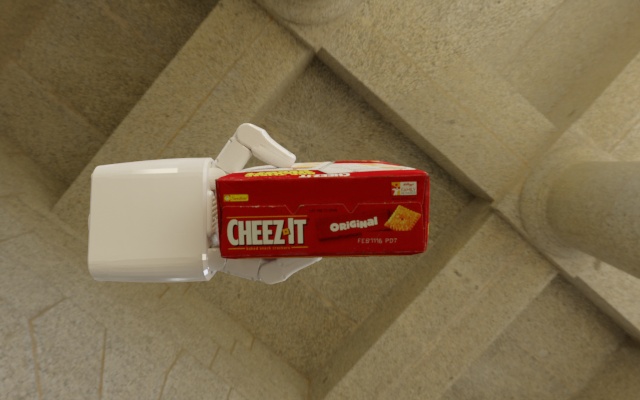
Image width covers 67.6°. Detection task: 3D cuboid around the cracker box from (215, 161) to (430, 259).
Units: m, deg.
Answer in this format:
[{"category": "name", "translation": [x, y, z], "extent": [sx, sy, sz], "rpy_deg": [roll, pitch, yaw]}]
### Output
[{"category": "cracker box", "translation": [0.000, 0.001, 0.467], "extent": [0.164, 0.072, 0.213], "rpy_deg": [-2, 7, -1]}]
